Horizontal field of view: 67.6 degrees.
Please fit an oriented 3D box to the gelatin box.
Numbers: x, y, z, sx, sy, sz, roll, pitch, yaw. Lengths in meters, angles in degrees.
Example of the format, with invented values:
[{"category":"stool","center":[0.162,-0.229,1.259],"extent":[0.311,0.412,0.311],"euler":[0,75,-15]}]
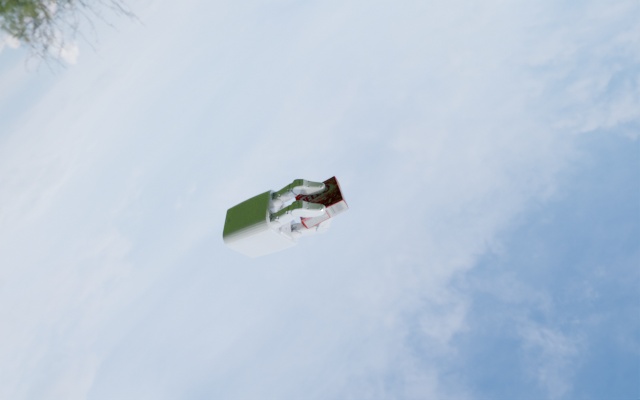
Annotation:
[{"category":"gelatin box","center":[0.001,0.003,0.883],"extent":[0.089,0.030,0.073],"euler":[-26,41,8]}]
